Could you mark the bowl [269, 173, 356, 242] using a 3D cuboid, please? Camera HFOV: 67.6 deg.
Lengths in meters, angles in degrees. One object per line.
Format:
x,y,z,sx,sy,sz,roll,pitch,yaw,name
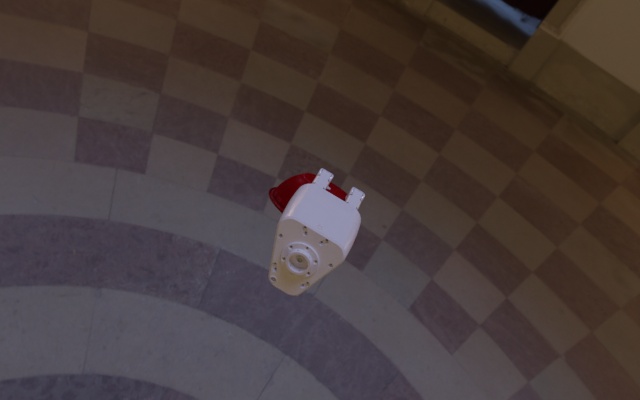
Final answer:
0.000,0.002,0.768,0.162,0.055,0.162,29,15,-8,bowl
